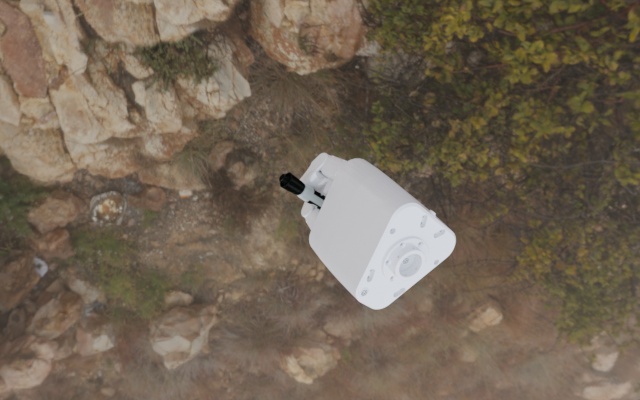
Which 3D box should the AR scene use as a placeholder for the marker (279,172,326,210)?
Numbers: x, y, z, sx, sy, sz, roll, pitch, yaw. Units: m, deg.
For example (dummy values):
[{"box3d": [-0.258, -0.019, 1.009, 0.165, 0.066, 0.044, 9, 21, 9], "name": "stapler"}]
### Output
[{"box3d": [0.000, 0.002, 0.549, 0.121, 0.020, 0.020, 33, -20, -35], "name": "marker"}]
